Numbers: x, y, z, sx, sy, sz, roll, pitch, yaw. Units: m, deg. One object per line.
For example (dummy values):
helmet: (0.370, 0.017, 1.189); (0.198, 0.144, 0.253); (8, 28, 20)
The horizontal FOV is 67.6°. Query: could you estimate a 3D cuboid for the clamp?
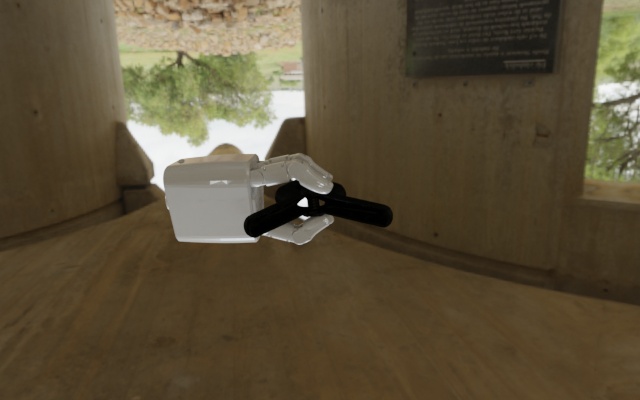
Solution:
clamp: (0.000, 0.003, 0.608); (0.164, 0.036, 0.210); (-2, 14, 2)
